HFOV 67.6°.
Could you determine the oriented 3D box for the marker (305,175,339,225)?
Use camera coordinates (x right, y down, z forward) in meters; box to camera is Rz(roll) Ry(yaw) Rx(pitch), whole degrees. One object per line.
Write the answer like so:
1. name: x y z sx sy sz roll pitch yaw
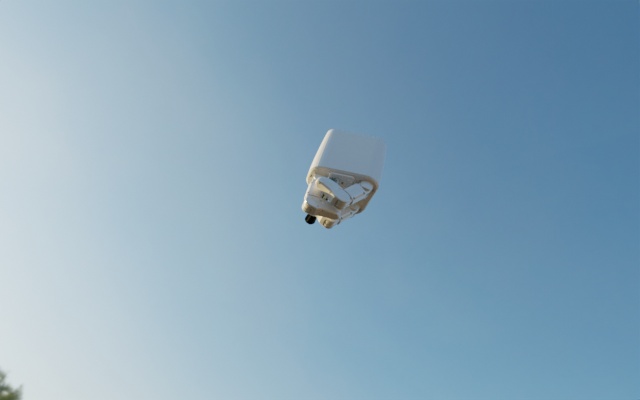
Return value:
1. marker: 0.000 0.003 0.785 0.020 0.020 0.121 0 -35 -24
